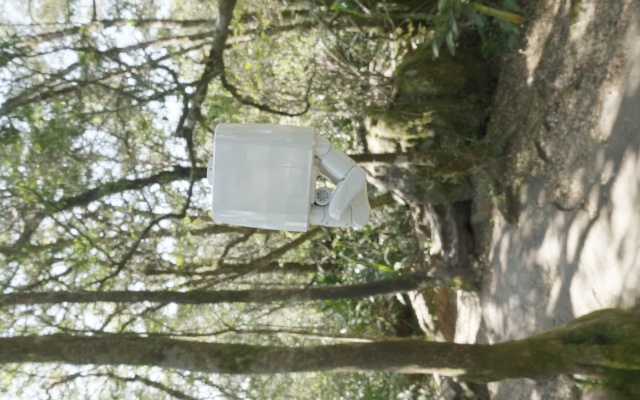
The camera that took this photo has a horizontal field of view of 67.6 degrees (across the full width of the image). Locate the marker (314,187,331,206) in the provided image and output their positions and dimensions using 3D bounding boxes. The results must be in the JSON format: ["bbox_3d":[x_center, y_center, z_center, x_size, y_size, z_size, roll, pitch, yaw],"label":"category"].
[{"bbox_3d":[0.000,0.002,0.566,0.020,0.020,0.121,0,-7,-2],"label":"marker"}]
